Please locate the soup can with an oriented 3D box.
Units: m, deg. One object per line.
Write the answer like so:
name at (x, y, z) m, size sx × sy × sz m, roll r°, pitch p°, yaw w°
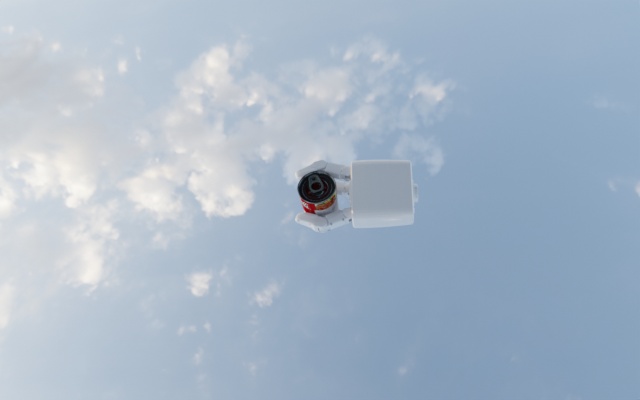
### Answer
soup can at (0.000, 0.003, 0.861) m, size 0.068 × 0.068 × 0.102 m, roll 0°, pitch -32°, yaw 9°
